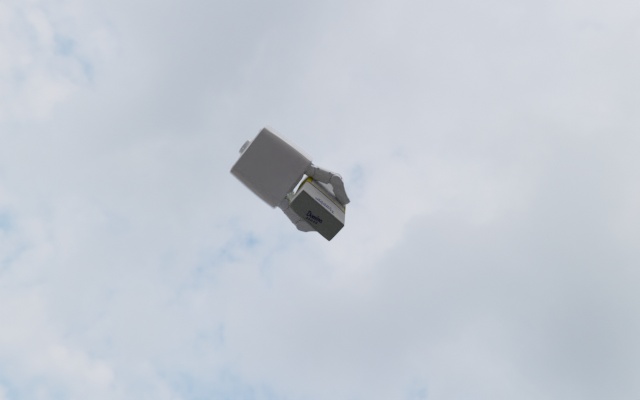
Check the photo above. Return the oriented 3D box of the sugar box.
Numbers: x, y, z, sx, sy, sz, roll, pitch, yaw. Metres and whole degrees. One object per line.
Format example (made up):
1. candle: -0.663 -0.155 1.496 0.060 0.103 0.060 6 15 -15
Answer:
1. sugar box: 0.000 0.003 0.853 0.093 0.048 0.176 41 17 -6
